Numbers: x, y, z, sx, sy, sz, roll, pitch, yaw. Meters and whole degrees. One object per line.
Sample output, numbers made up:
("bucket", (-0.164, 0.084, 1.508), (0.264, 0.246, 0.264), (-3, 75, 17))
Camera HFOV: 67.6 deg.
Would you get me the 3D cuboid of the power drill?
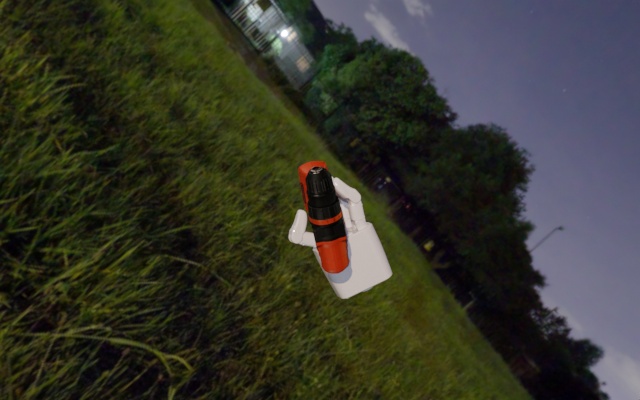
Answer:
("power drill", (0.000, 0.003, 0.797), (0.057, 0.184, 0.187), (-10, 27, -2))
